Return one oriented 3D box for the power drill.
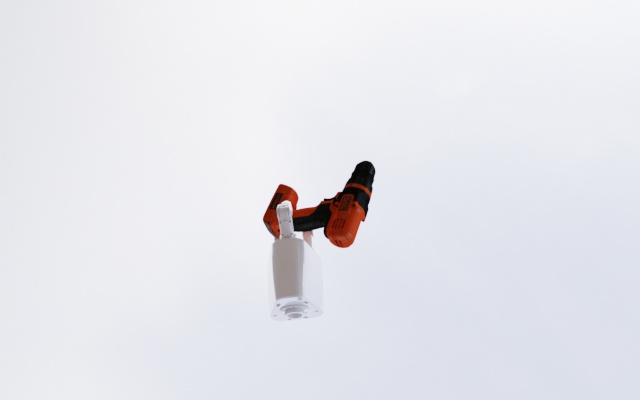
[{"bbox_3d":[0.000,0.003,0.861,0.187,0.184,0.057,-4,-45,31],"label":"power drill"}]
